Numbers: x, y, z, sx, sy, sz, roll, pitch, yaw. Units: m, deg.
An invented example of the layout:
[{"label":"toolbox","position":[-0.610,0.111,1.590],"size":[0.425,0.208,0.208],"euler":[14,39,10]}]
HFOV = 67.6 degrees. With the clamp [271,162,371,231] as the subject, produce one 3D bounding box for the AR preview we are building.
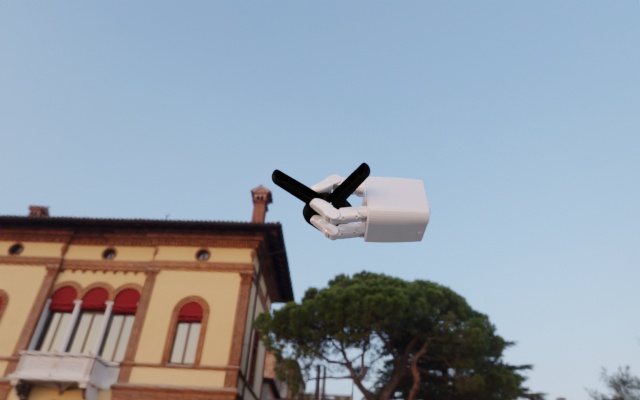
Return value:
[{"label":"clamp","position":[0.000,0.002,0.863],"size":[0.164,0.036,0.210],"euler":[1,-34,0]}]
